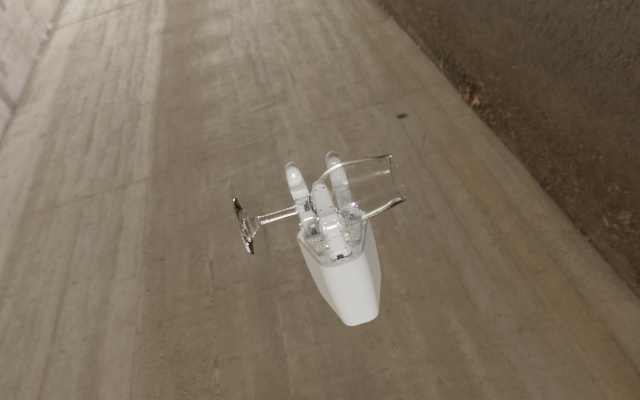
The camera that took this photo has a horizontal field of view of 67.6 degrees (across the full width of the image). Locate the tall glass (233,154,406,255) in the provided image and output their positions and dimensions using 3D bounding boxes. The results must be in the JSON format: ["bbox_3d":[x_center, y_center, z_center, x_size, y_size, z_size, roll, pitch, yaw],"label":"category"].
[{"bbox_3d":[-0.001,0.002,0.589,0.201,0.079,0.079,-18,0,1],"label":"tall glass"}]
